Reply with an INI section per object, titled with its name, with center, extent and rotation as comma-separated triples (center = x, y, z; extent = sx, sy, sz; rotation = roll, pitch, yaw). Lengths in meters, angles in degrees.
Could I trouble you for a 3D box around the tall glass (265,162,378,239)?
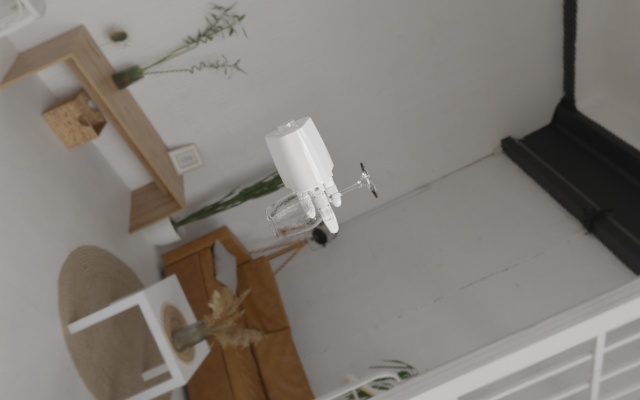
[tall glass]
center = 0.001, 0.003, 0.887
extent = 0.201, 0.079, 0.079
rotation = -25, 0, 0
